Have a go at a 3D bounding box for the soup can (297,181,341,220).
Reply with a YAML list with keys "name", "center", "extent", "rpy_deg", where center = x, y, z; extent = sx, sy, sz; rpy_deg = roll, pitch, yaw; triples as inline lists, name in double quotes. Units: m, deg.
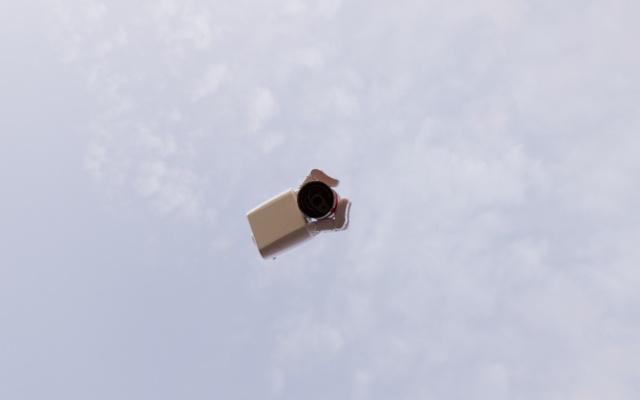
- name: "soup can"
  center: [0.001, 0.003, 0.896]
  extent: [0.068, 0.068, 0.102]
  rpy_deg: [0, -5, 11]
